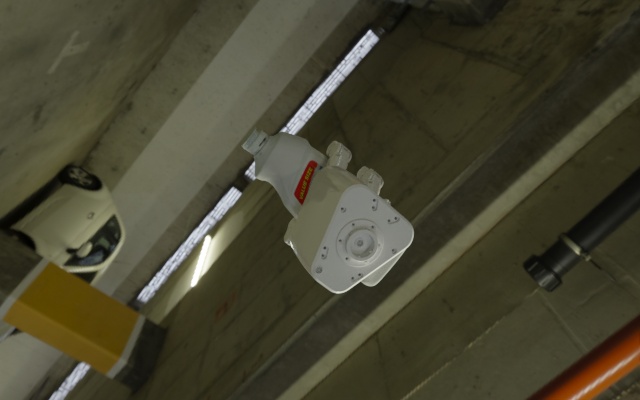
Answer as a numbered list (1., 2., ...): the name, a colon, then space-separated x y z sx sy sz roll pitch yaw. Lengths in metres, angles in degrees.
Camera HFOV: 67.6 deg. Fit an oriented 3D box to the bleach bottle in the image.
1. bleach bottle: 0.000 0.002 0.622 0.251 0.102 0.068 38 2 -18
